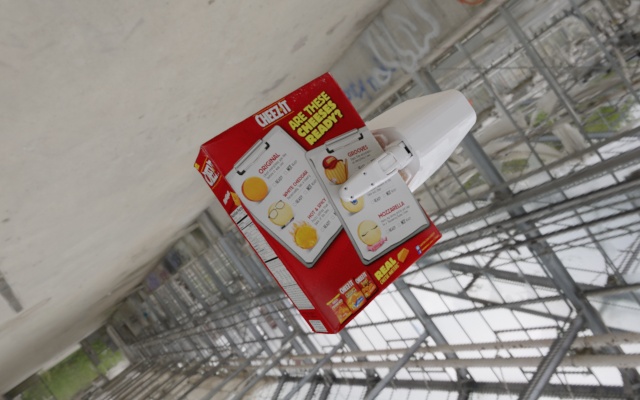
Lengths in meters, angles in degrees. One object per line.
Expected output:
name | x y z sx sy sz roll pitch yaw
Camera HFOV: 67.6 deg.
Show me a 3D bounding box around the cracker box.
cracker box | 0.000 0.002 0.493 0.164 0.213 0.072 -36 2 -27
